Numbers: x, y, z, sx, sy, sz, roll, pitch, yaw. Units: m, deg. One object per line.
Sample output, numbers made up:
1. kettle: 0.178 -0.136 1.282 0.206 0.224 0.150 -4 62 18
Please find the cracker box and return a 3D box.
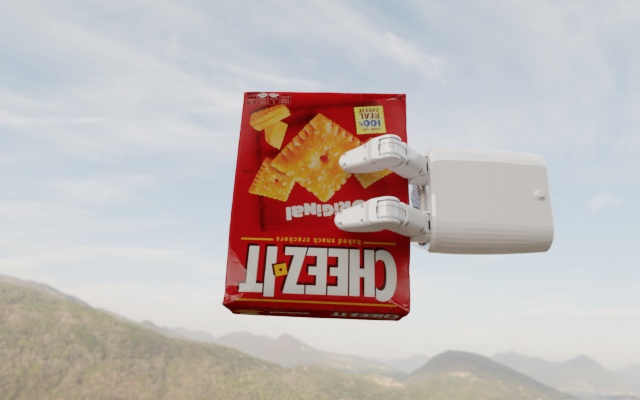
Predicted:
1. cracker box: 0.000 0.001 0.460 0.164 0.213 0.072 2 -19 1
